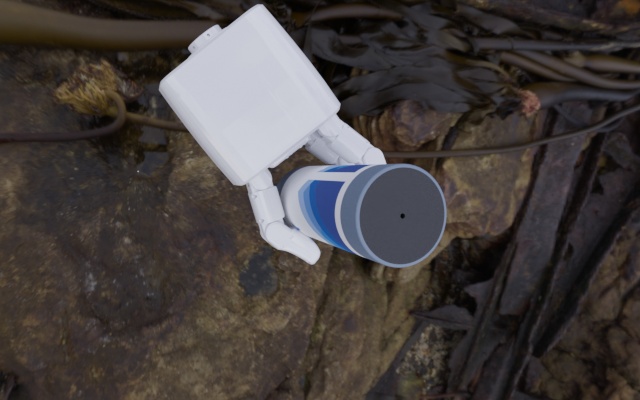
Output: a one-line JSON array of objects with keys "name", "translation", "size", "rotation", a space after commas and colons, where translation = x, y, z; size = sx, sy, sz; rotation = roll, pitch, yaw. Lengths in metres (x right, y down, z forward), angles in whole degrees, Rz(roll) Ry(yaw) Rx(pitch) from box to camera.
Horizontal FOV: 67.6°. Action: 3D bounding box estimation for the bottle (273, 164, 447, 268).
[{"name": "bottle", "translation": [0.000, 0.002, 0.439], "size": [0.069, 0.069, 0.295], "rotation": [0, 3, -21]}]
